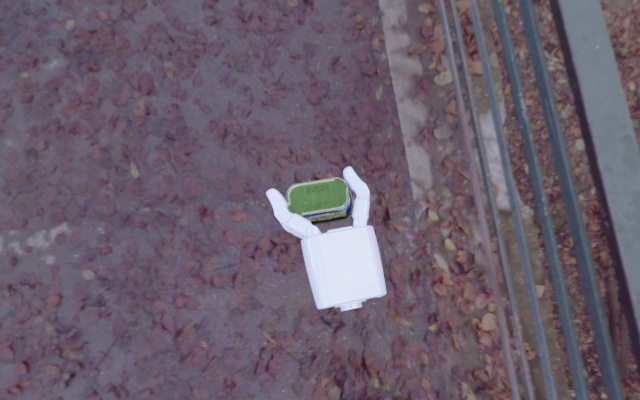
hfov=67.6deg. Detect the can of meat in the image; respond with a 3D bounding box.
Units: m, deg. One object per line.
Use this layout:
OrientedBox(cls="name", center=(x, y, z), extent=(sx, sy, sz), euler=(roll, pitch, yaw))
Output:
OrientedBox(cls="can of meat", center=(0.000, 0.002, 0.763), extent=(0.102, 0.057, 0.084), euler=(-10, -12, 4))
